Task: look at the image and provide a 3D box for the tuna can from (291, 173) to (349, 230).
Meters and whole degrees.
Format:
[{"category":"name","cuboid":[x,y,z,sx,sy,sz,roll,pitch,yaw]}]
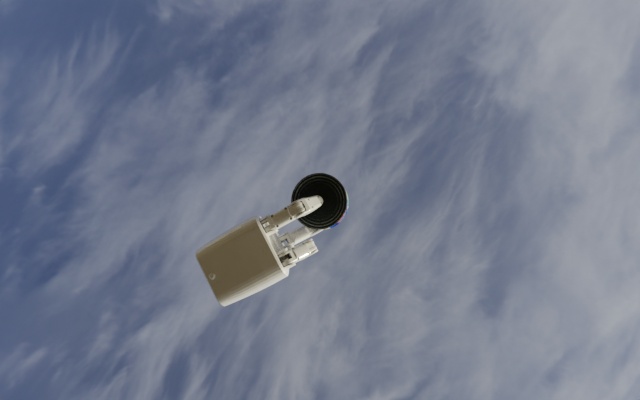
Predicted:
[{"category":"tuna can","cuboid":[0.000,0.002,0.732,0.086,0.086,0.034,0,-5,9]}]
